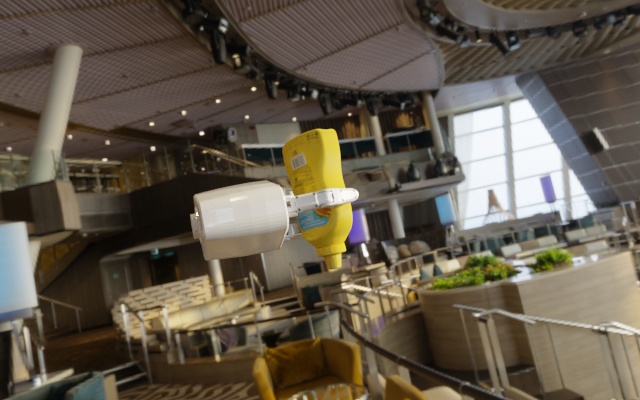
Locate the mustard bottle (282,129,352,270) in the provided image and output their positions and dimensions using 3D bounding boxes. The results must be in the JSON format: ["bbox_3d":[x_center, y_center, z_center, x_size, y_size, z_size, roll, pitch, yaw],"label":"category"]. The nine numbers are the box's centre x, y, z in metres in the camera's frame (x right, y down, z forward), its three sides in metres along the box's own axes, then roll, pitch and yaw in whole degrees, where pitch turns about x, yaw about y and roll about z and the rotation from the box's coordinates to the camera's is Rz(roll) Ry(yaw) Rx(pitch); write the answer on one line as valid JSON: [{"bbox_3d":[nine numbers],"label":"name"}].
[{"bbox_3d":[0.000,0.002,0.677,0.058,0.191,0.096,-7,-8,-41],"label":"mustard bottle"}]
